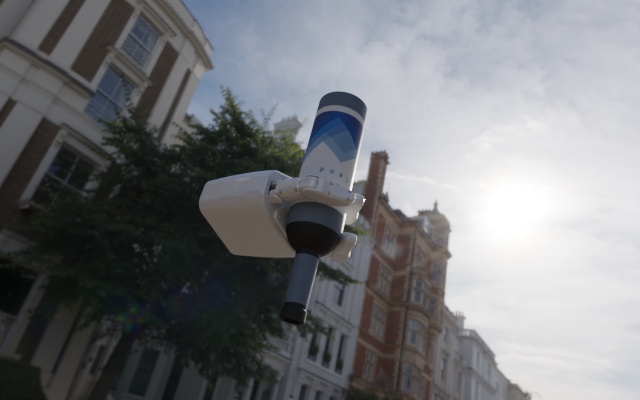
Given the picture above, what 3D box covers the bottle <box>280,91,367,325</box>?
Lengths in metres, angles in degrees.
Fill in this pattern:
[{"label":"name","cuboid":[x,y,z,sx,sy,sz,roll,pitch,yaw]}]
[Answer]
[{"label":"bottle","cuboid":[0.000,0.002,0.575,0.069,0.295,0.069,11,-28,6]}]
